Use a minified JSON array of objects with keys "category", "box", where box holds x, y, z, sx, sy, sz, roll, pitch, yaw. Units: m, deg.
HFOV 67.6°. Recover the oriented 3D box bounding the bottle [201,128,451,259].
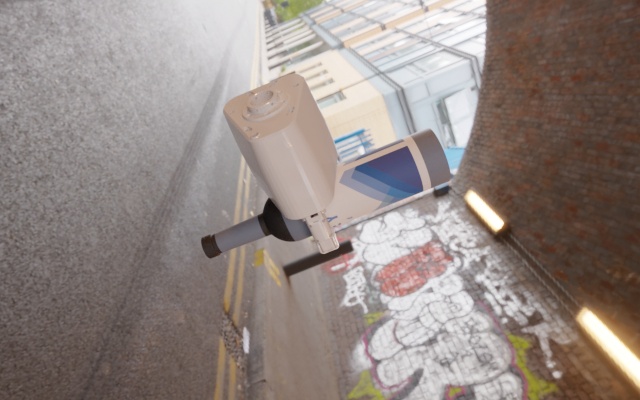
[{"category":"bottle","box":[0.000,0.002,0.559,0.296,0.069,0.069,-22,-2,4]}]
